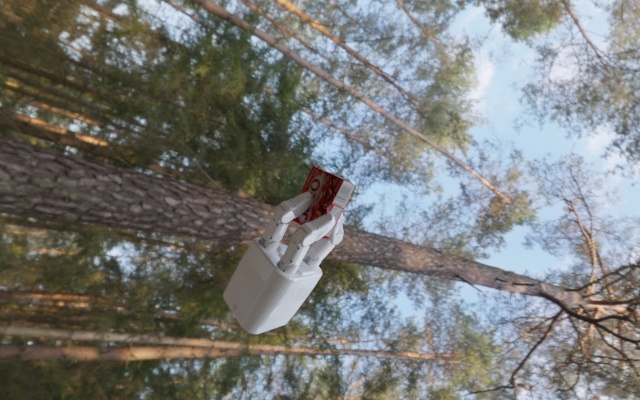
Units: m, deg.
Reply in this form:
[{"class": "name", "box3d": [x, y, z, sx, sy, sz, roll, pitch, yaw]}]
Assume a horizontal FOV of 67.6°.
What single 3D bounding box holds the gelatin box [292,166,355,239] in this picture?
[{"class": "gelatin box", "box3d": [0.001, 0.002, 0.697, 0.030, 0.089, 0.073, 24, 2, -43]}]
